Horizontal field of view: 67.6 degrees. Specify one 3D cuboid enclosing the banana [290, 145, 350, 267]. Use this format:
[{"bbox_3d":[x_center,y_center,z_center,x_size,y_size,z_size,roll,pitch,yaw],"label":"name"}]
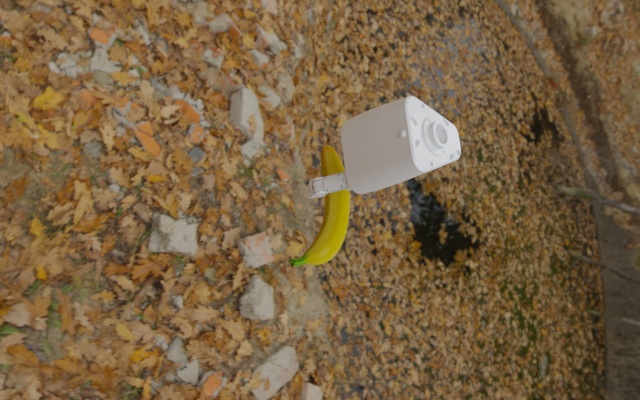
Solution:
[{"bbox_3d":[0.013,0.014,0.697,0.070,0.197,0.037,32,-31,-33],"label":"banana"}]
